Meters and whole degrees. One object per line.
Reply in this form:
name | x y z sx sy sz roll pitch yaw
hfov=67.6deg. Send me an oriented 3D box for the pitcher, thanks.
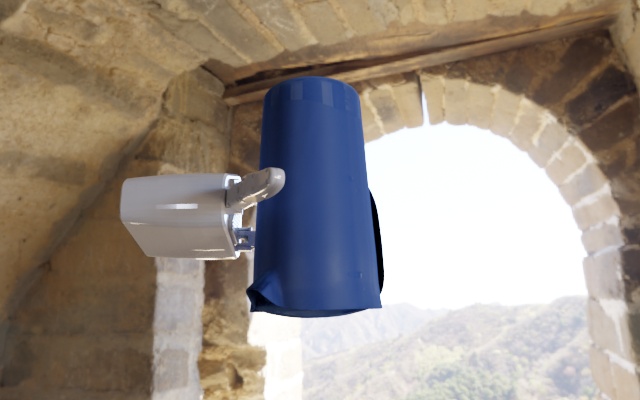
pitcher | 0.000 0.002 0.514 0.145 0.242 0.149 -1 -13 1
